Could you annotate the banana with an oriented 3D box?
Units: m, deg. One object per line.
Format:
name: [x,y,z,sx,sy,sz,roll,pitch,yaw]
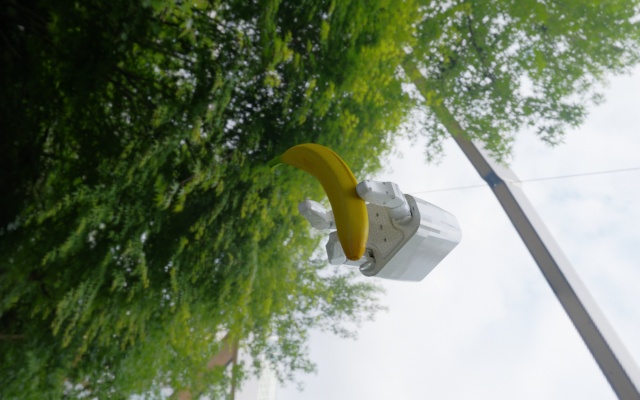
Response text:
banana: [0.009,-0.015,0.549,0.037,0.069,0.197,21,20,-44]
